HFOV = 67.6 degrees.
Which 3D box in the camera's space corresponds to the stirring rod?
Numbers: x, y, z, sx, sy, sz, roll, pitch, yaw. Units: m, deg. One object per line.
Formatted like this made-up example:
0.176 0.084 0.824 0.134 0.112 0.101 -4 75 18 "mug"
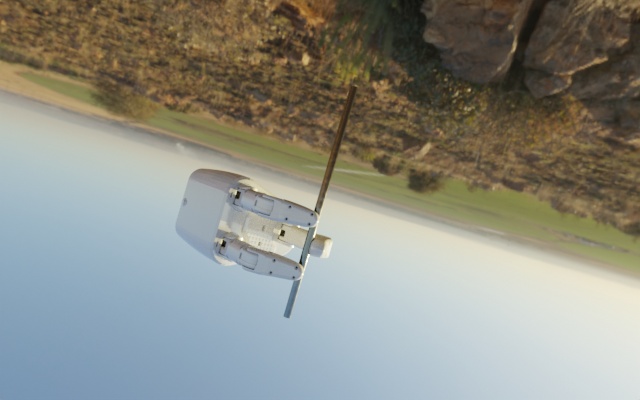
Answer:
0.000 0.001 0.479 0.011 0.239 0.011 16 0 0 "stirring rod"
